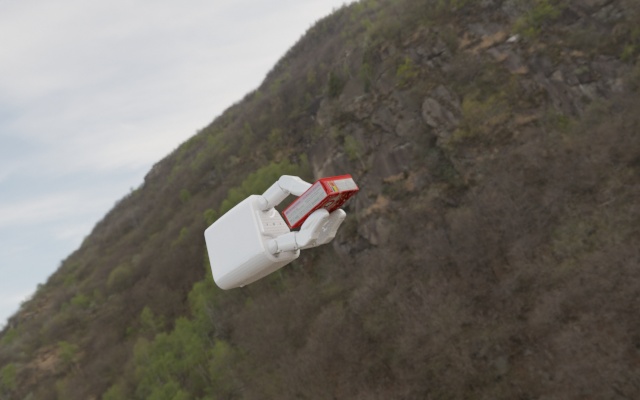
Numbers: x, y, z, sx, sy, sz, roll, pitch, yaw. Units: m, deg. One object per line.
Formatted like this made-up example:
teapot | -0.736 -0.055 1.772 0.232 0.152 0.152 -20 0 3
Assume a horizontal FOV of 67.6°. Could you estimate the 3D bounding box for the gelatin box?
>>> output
gelatin box | 0.000 0.002 0.673 0.089 0.030 0.073 -42 -19 34
